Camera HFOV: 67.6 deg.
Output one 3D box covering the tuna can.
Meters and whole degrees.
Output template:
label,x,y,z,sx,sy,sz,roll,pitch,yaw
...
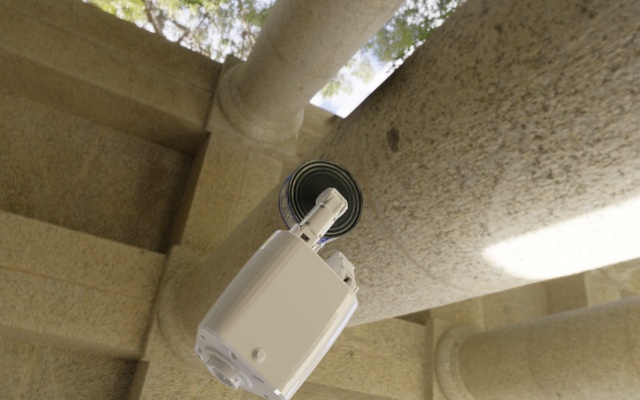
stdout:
label,x,y,z,sx,sy,sz,roll,pitch,yaw
tuna can,0.000,0.002,0.504,0.086,0.086,0.034,0,-17,-26
